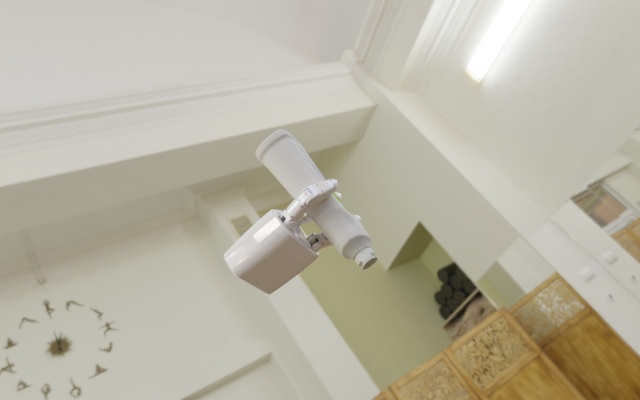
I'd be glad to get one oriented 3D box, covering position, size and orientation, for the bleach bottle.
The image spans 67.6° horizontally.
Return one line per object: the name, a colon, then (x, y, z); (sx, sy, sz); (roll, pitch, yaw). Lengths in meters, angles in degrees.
bleach bottle: (0.000, 0.002, 0.752); (0.068, 0.250, 0.102); (-42, -26, 7)
